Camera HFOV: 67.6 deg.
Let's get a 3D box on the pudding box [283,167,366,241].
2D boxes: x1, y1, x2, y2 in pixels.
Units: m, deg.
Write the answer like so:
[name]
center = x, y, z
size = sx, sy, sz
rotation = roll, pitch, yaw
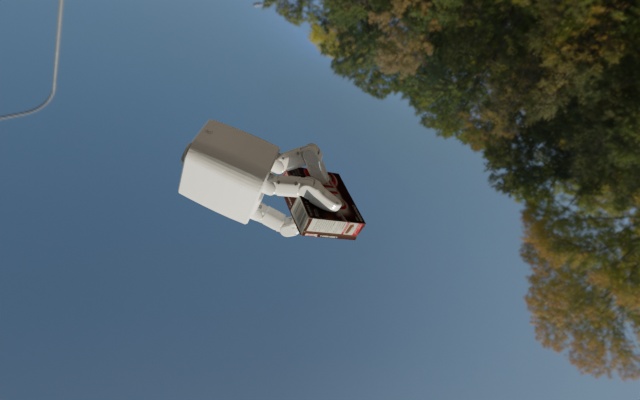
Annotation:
[pudding box]
center = 0.000, 0.002, 0.665
size = 0.090, 0.039, 0.113
rotation = 7, 41, -30
